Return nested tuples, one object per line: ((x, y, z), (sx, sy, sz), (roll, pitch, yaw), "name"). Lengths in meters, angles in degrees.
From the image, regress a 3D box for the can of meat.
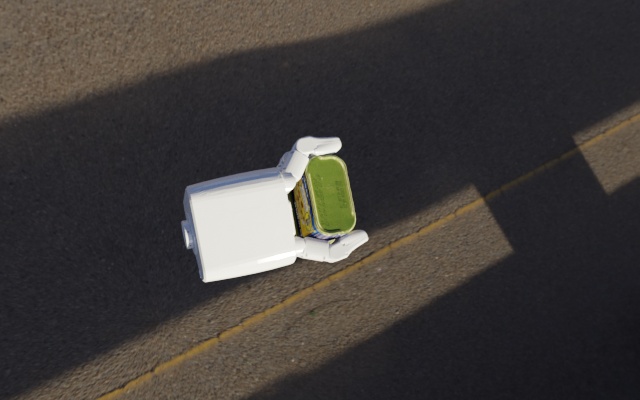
((0.000, 0.002, 0.595), (0.057, 0.102, 0.084), (-7, -11, -19), "can of meat")
